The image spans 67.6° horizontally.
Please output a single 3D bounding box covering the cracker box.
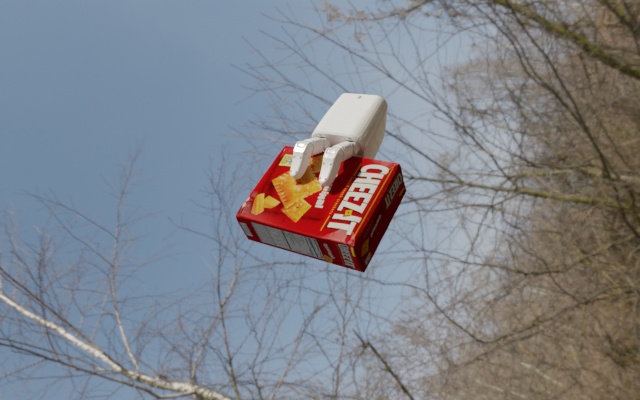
[{"bbox_3d":[0.000,0.002,0.737,0.213,0.164,0.072,12,-36,31],"label":"cracker box"}]
